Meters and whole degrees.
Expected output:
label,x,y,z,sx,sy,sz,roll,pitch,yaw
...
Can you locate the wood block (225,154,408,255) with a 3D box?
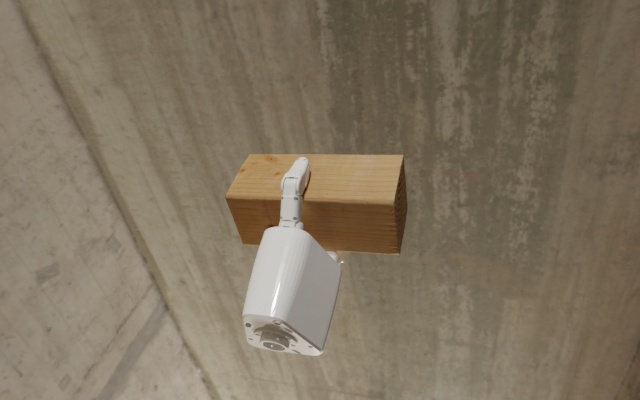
label,x,y,z,sx,sy,sz,roll,pitch,yaw
wood block,0.000,0.002,0.604,0.206,0.091,0.090,2,42,17
